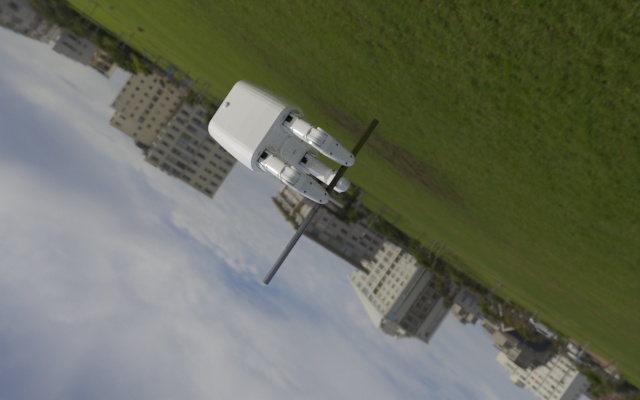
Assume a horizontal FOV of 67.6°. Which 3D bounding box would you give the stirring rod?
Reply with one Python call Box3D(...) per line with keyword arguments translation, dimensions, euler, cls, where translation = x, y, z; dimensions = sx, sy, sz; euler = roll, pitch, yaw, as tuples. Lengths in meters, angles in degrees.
Box3D(translation=(0.000, 0.002, 0.582), dimensions=(0.011, 0.239, 0.011), euler=(34, 2, -1), cls="stirring rod")
